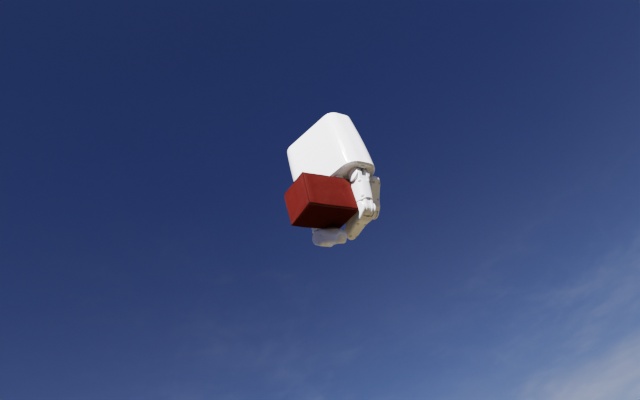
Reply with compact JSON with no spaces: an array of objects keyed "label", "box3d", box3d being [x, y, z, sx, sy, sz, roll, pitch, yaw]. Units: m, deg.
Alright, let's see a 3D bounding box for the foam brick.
[{"label":"foam brick","box3d":[0.000,0.002,0.628,0.078,0.051,0.053,7,-38,-34]}]
